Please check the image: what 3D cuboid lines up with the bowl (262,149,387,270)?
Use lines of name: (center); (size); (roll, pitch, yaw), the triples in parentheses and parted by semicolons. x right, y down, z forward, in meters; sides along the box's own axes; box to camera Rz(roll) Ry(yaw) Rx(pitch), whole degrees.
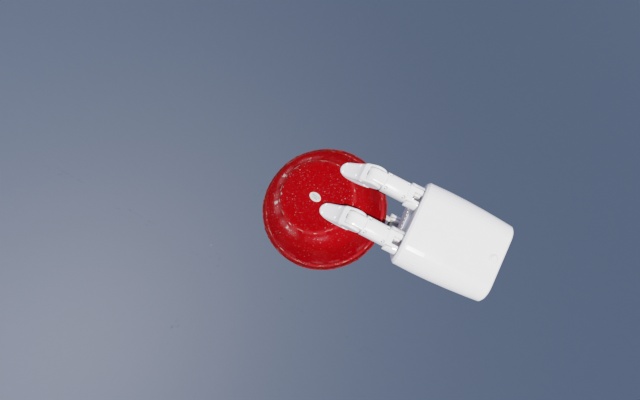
bowl: (-0.001, 0.002, 0.590); (0.162, 0.162, 0.055); (0, -16, 10)
